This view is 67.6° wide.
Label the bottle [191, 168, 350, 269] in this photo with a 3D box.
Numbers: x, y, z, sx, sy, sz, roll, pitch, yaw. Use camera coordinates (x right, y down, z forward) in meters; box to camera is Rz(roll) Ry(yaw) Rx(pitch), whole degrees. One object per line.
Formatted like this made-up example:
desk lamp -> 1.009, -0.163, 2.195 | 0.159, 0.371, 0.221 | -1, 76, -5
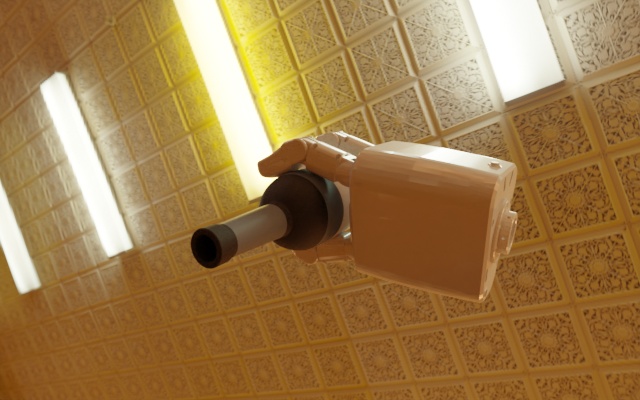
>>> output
bottle -> 0.000, 0.001, 0.431 | 0.069, 0.069, 0.295 | 0, 12, 31
